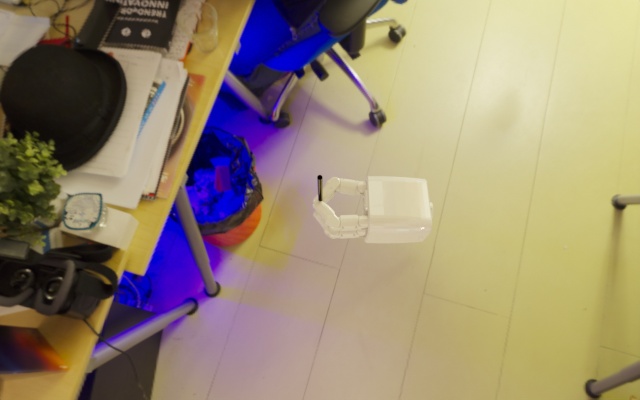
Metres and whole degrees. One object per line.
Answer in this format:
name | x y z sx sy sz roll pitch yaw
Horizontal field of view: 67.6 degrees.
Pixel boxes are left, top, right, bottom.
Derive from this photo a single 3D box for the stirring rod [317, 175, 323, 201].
stirring rod | 0.000 0.003 0.818 0.011 0.011 0.240 0 -18 1
